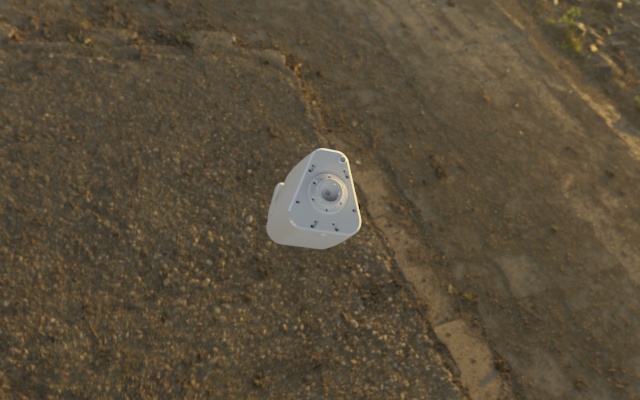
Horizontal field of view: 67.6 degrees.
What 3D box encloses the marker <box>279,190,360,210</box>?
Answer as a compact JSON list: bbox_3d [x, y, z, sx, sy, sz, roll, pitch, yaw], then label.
[{"bbox_3d":[0.000,0.002,0.687,0.121,0.020,0.020,8,-2,-17],"label":"marker"}]
